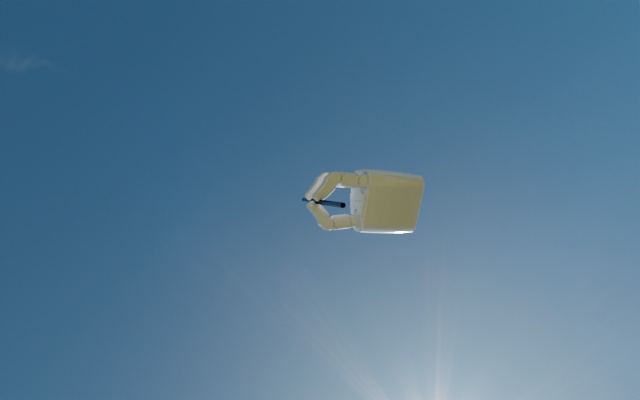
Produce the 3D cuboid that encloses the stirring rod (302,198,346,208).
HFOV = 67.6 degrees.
[{"bbox_3d":[0.000,0.003,0.793,0.011,0.011,0.239,0,2,-15],"label":"stirring rod"}]
